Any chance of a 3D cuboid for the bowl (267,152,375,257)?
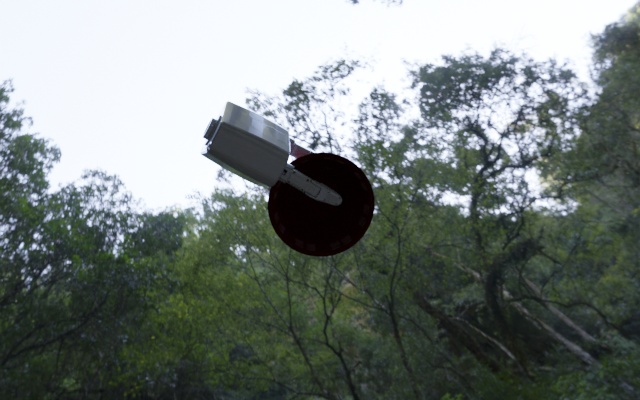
[{"bbox_3d":[0.001,0.003,0.741,0.162,0.162,0.055,0,13,-3],"label":"bowl"}]
